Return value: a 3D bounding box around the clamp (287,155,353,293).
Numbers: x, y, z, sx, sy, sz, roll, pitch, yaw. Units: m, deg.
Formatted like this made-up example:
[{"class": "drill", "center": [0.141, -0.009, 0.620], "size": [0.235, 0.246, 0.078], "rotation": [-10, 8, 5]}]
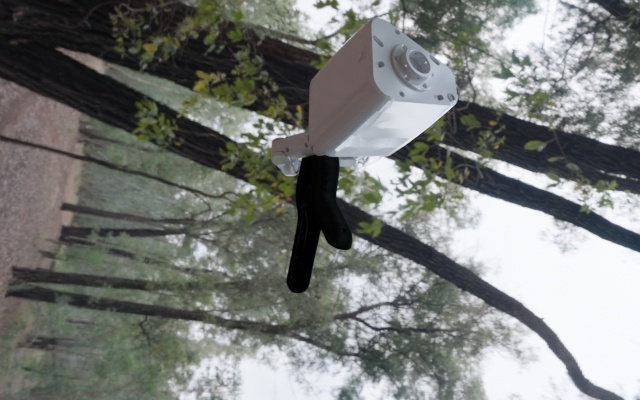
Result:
[{"class": "clamp", "center": [0.001, 0.002, 0.498], "size": [0.039, 0.171, 0.120], "rotation": [15, -28, -27]}]
